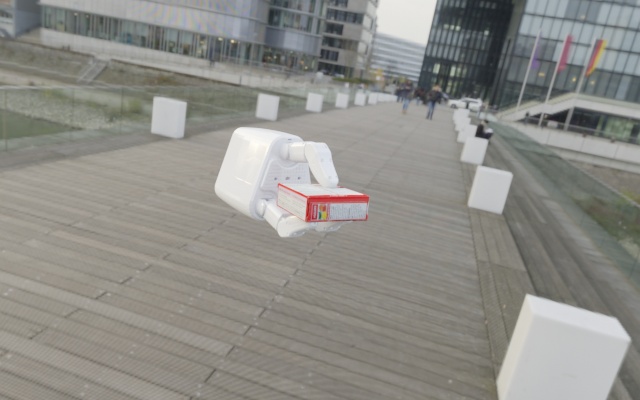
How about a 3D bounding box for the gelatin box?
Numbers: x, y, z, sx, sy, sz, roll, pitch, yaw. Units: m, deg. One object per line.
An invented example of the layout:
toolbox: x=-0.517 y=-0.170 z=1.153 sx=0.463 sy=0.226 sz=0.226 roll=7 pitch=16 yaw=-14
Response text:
gelatin box: x=0.000 y=0.001 z=0.529 sx=0.073 sy=0.030 sz=0.089 roll=0 pitch=10 yaw=-26
